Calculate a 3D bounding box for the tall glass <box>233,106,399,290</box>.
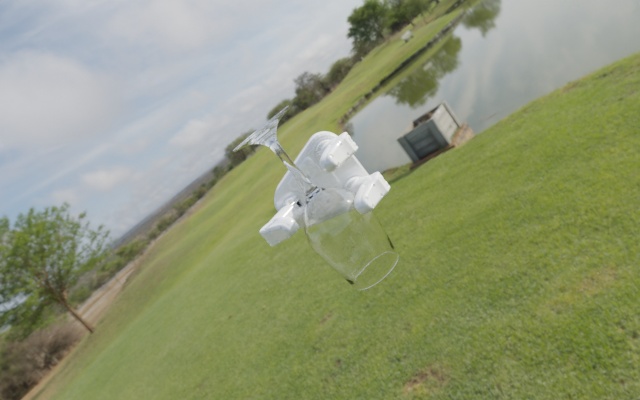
[{"bbox_3d":[0.000,0.001,0.510,0.079,0.201,0.079,-37,10,8],"label":"tall glass"}]
